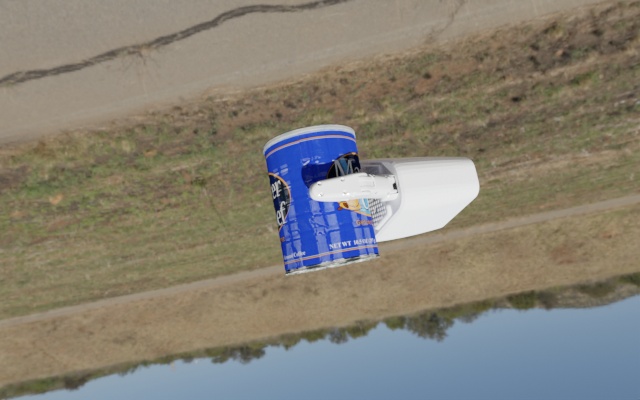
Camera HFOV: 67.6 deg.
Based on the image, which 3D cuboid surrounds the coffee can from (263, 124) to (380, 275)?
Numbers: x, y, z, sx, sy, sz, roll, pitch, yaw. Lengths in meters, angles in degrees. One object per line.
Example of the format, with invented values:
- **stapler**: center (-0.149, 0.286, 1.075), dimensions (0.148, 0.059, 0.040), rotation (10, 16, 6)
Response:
- **coffee can**: center (0.000, 0.002, 0.515), dimensions (0.103, 0.140, 0.103), rotation (-11, -9, -2)
